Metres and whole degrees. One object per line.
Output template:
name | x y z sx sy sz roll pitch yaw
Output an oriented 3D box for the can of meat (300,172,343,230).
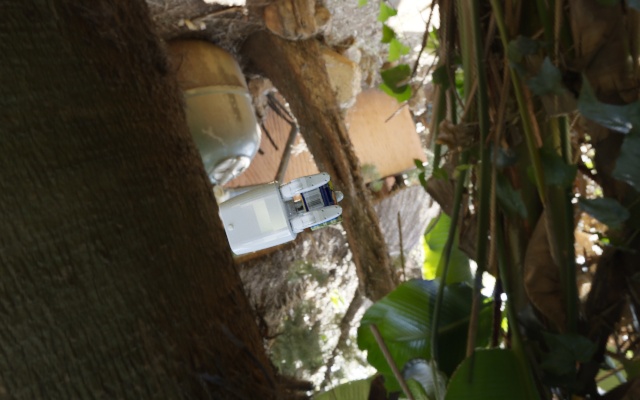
can of meat | 0.000 0.003 0.804 0.057 0.084 0.102 -18 -3 6
